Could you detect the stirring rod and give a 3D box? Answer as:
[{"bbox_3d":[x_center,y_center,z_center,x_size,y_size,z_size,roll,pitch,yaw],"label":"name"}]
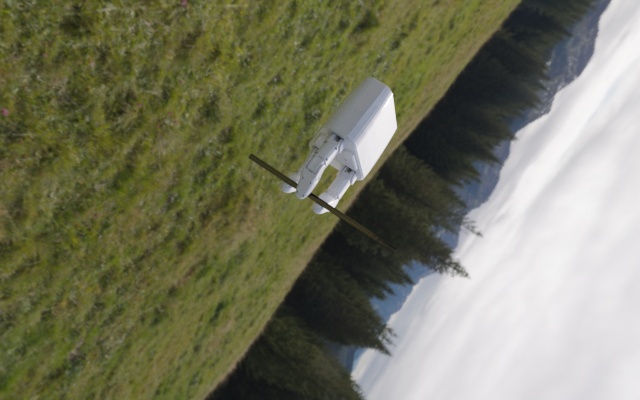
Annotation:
[{"bbox_3d":[0.000,0.002,0.648,0.239,0.011,0.011,33,7,11],"label":"stirring rod"}]
